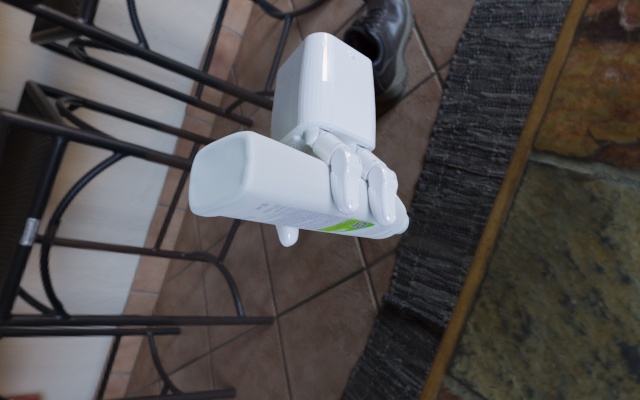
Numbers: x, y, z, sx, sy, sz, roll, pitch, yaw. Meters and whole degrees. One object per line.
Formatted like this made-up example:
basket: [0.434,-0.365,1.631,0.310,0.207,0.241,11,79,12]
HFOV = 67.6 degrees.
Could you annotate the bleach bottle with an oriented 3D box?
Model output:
bleach bottle: [0.000,0.002,0.495,0.102,0.068,0.251,-14,-22,43]
